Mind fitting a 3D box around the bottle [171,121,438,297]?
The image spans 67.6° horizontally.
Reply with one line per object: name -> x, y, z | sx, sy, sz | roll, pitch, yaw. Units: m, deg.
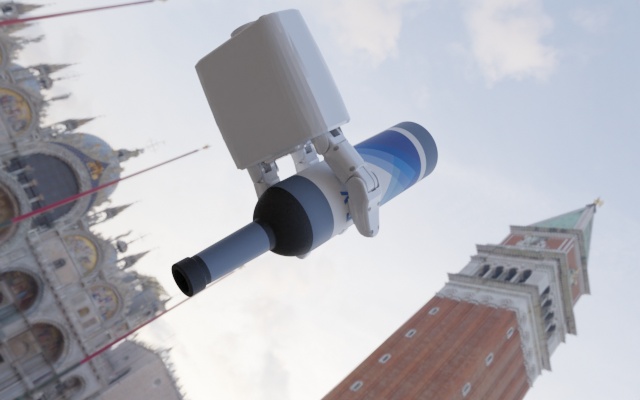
bottle -> 0.000, 0.001, 0.435 | 0.295, 0.069, 0.069 | -29, 19, -38
